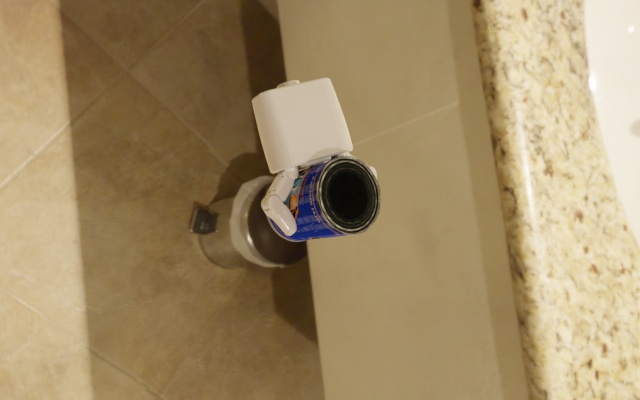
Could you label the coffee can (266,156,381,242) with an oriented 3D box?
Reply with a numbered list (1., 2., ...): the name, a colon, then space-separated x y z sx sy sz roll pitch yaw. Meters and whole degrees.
1. coffee can: 0.000 0.002 0.664 0.103 0.103 0.140 0 -7 -34
